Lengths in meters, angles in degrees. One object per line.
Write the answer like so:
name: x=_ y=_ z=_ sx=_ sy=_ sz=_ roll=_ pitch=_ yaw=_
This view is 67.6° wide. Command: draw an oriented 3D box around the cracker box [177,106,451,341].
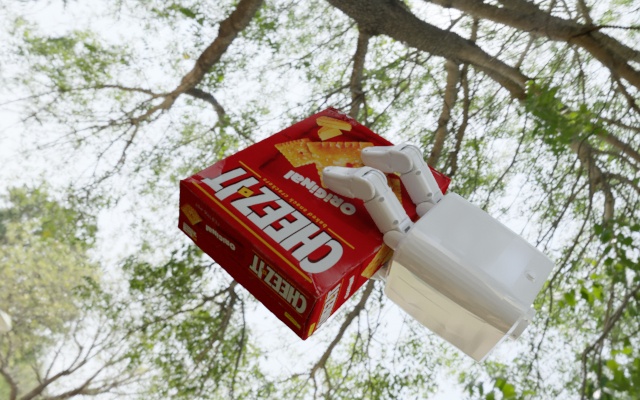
cracker box: x=0.000 y=0.002 z=0.461 sx=0.164 sy=0.072 sz=0.213 roll=36 pitch=46 yaw=22
